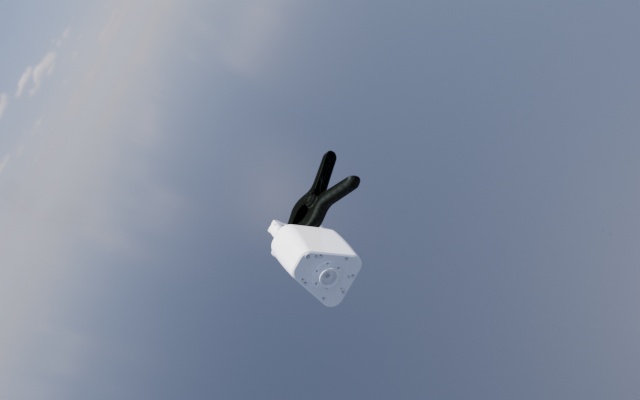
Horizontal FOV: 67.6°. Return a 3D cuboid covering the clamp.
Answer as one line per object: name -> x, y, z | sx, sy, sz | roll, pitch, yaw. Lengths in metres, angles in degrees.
clamp -> 0.000, 0.003, 0.813 | 0.039, 0.171, 0.120 | 27, 6, -27
